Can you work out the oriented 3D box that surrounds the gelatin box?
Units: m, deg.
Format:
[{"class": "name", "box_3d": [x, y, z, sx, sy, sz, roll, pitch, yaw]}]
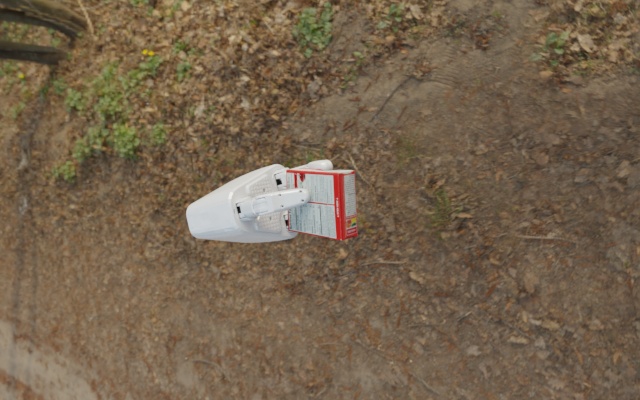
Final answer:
[{"class": "gelatin box", "box_3d": [0.000, 0.002, 0.535, 0.030, 0.073, 0.089, -11, 13, -43]}]
